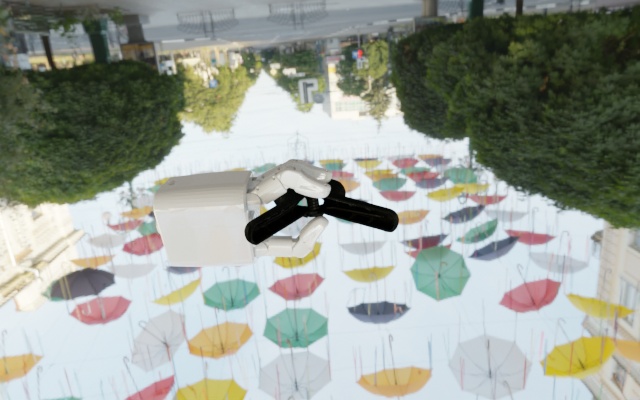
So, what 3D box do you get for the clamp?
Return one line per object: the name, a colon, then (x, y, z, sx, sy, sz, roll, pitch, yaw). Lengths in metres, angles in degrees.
clamp: (0.000, 0.003, 0.586, 0.164, 0.036, 0.210, -2, 18, -1)
